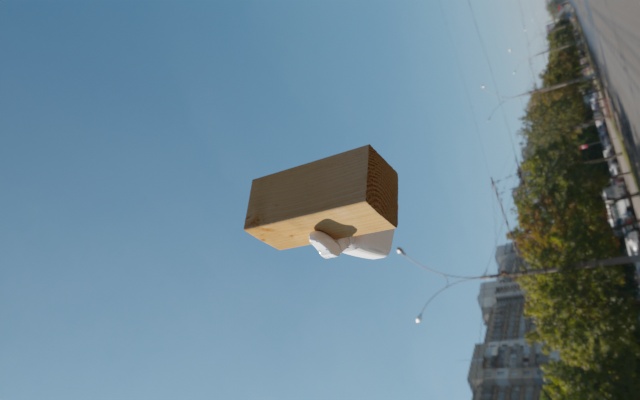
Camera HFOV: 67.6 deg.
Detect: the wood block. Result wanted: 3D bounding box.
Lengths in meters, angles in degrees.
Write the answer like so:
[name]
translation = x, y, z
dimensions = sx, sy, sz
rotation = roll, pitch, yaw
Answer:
[wood block]
translation = 0.000, 0.003, 0.694
dimensions = 0.206, 0.090, 0.090
rotation = -14, -34, 32
